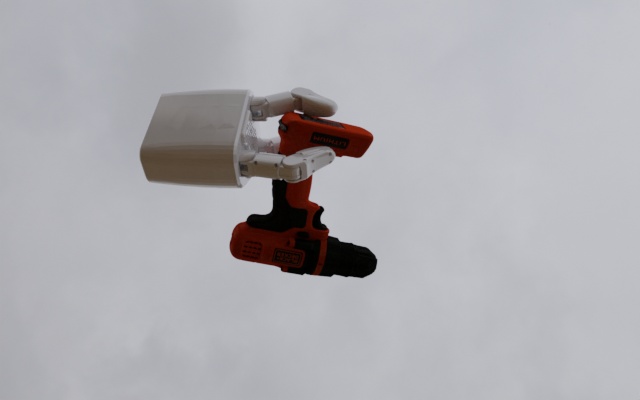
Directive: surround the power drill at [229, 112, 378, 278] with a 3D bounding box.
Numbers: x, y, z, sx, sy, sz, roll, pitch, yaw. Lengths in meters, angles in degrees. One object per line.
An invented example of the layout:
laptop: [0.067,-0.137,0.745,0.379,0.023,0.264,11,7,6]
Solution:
power drill: [0.000,0.001,0.560,0.184,0.188,0.057,11,17,-15]
